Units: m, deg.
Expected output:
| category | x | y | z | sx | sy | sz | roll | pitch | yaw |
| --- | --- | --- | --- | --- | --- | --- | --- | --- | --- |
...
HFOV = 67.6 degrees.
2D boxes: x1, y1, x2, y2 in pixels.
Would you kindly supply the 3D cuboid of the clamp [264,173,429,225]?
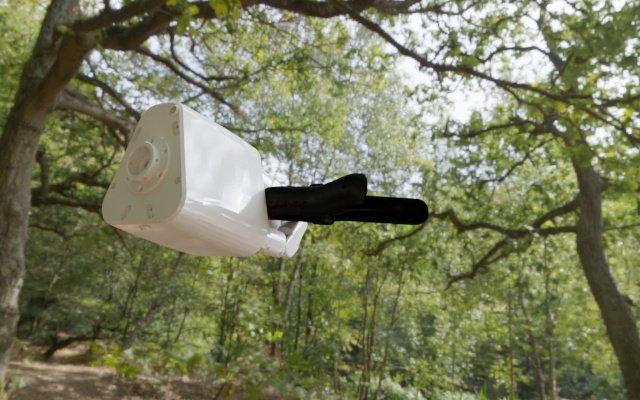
| category | x | y | z | sx | sy | sz | roll | pitch | yaw |
| --- | --- | --- | --- | --- | --- | --- | --- | --- | --- |
| clamp | 0.000 | 0.001 | 0.436 | 0.171 | 0.039 | 0.120 | -3 | -19 | 28 |
